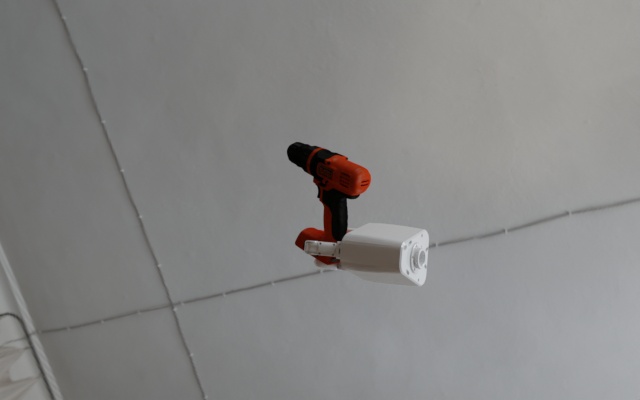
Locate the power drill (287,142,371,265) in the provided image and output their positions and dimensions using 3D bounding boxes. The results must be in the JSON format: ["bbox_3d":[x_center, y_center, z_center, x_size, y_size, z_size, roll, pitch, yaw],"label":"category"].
[{"bbox_3d":[0.000,0.003,0.829,0.057,0.188,0.184,-15,31,-39],"label":"power drill"}]
